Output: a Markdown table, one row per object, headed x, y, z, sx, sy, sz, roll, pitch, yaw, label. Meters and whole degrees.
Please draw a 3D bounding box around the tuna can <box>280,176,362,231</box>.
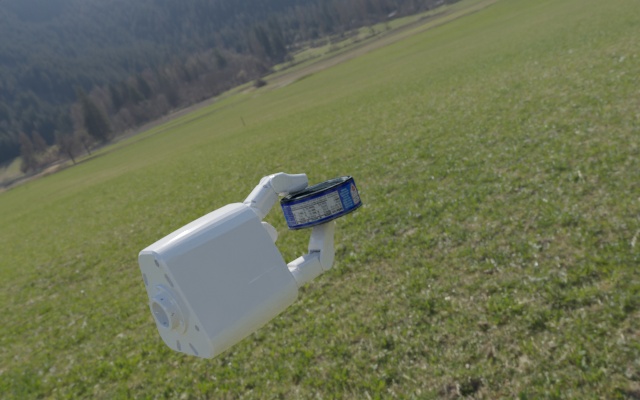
| x | y | z | sx | sy | sz | roll | pitch | yaw | label |
| --- | --- | --- | --- | --- | --- | --- | --- | --- | --- |
| 0.000 | 0.001 | 0.521 | 0.086 | 0.034 | 0.086 | -19 | 7 | 2 | tuna can |
